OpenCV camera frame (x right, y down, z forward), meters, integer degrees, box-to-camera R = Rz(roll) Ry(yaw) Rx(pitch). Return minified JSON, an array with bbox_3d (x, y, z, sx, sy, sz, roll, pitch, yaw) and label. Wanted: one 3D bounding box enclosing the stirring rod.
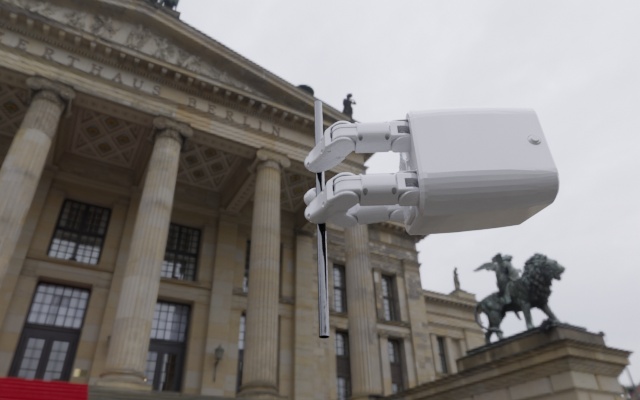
[{"bbox_3d":[0.000,0.001,0.423,0.011,0.239,0.011,-1,-33,-1],"label":"stirring rod"}]
